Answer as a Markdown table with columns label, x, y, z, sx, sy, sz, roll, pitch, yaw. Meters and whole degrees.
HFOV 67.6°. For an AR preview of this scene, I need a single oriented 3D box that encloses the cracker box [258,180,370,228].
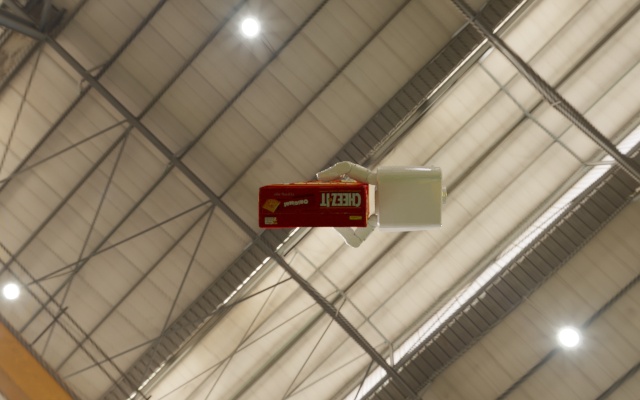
| label | x | y | z | sx | sy | sz | roll | pitch | yaw |
| --- | --- | --- | --- | --- | --- | --- | --- | --- | --- |
| cracker box | 0.000 | 0.003 | 0.810 | 0.164 | 0.072 | 0.213 | -1 | 3 | 7 |
